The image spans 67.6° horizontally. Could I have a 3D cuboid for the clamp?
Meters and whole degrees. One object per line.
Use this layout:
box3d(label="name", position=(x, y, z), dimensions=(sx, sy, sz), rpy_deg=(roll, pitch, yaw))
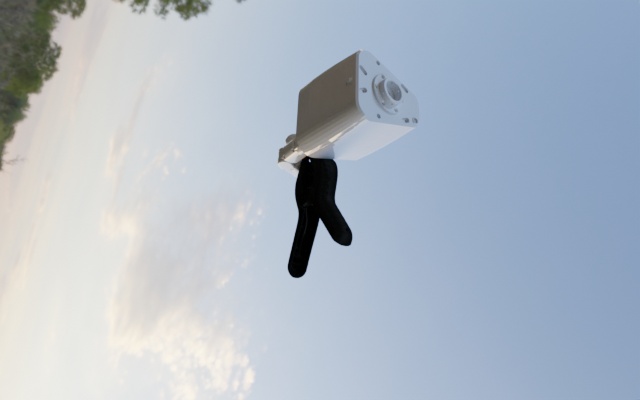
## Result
box3d(label="clamp", position=(0.001, 0.002, 0.585), dimensions=(0.039, 0.171, 0.120), rpy_deg=(17, -27, -35))
